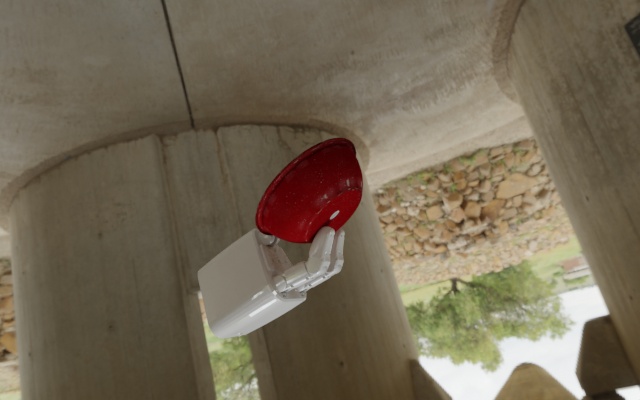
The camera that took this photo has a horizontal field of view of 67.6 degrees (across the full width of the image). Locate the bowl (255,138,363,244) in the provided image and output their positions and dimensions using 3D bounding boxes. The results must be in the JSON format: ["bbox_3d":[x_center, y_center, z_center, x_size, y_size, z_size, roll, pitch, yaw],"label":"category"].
[{"bbox_3d":[0.001,0.001,0.591,0.055,0.162,0.162,46,22,23],"label":"bowl"}]
